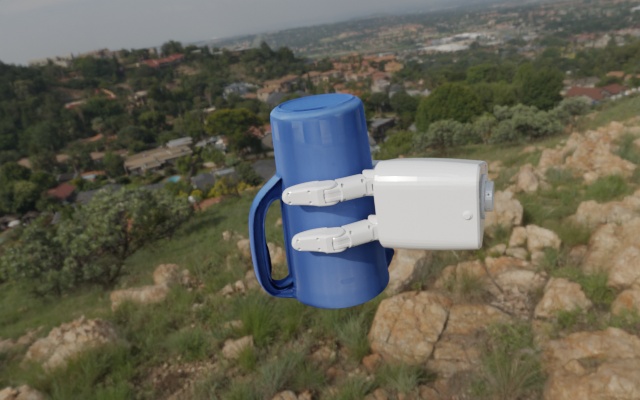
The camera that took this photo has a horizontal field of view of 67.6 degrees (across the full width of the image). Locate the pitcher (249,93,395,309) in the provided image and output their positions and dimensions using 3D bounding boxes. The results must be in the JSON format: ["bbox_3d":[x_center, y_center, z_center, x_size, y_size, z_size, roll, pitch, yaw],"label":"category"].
[{"bbox_3d":[0.000,0.002,0.583,0.145,0.243,0.149,2,23,24],"label":"pitcher"}]
